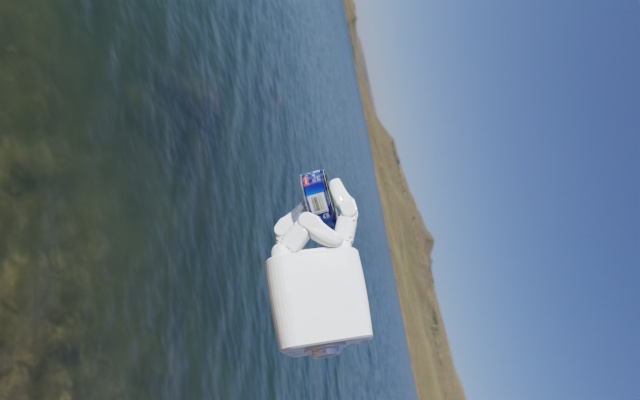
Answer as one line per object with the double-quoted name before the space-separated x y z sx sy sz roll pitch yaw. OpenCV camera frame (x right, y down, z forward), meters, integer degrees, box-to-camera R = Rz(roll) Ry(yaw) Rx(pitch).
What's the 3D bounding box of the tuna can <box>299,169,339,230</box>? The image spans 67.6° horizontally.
"tuna can" 0.001 0.002 0.642 0.034 0.086 0.086 -16 -1 5
